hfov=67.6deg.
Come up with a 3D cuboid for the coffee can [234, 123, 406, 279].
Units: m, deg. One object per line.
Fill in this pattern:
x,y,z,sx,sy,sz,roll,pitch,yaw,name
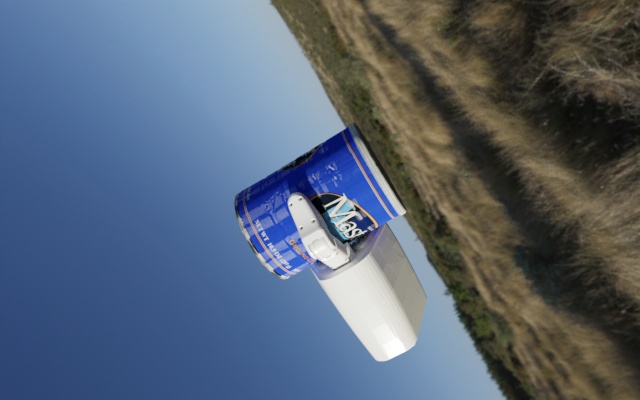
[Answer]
0.000,0.001,0.483,0.140,0.103,0.103,-30,-6,11,coffee can
